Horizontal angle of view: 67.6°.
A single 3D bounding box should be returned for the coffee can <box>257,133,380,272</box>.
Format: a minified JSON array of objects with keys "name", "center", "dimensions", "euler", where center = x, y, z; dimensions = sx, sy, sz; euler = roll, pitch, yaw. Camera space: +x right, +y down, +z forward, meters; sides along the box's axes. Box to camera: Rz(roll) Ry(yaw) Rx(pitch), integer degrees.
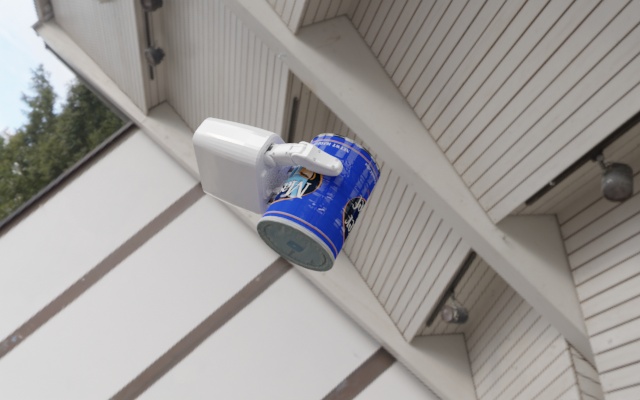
[{"name":"coffee can","center":[0.000,0.002,0.594],"dimensions":[0.103,0.140,0.103],"euler":[24,-28,13]}]
